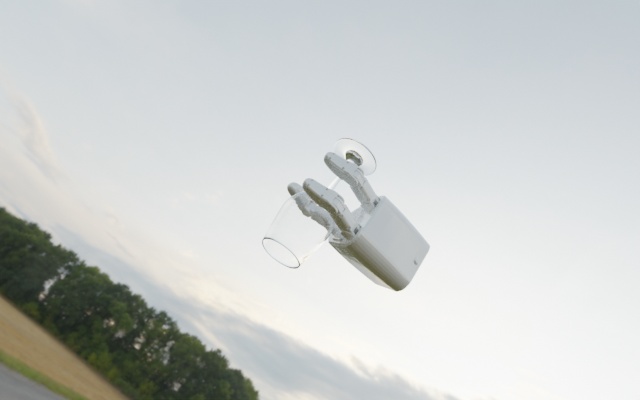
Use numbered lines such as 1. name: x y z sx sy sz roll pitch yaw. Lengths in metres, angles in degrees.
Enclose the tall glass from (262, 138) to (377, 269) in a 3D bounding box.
1. tall glass: 0.000 0.002 0.682 0.079 0.079 0.201 0 44 48
